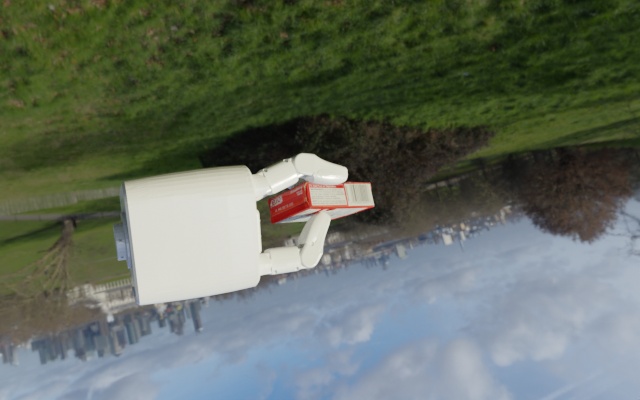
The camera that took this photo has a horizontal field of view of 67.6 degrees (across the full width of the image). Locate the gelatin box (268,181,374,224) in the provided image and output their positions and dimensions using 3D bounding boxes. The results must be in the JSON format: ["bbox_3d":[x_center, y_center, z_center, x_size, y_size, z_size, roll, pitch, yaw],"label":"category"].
[{"bbox_3d":[0.000,0.002,0.511,0.089,0.030,0.073,-1,-13,-37],"label":"gelatin box"}]
